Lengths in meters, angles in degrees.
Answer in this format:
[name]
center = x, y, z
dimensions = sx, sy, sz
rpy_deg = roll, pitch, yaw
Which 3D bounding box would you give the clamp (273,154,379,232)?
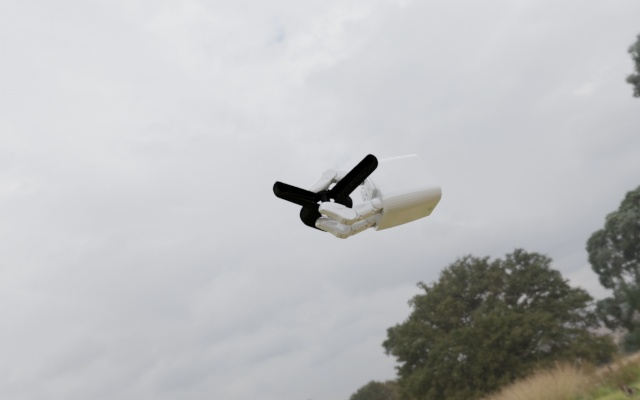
[clamp]
center = 0.000, 0.002, 0.789
dimensions = 0.164, 0.036, 0.210
rpy_deg = -13, -26, -13
